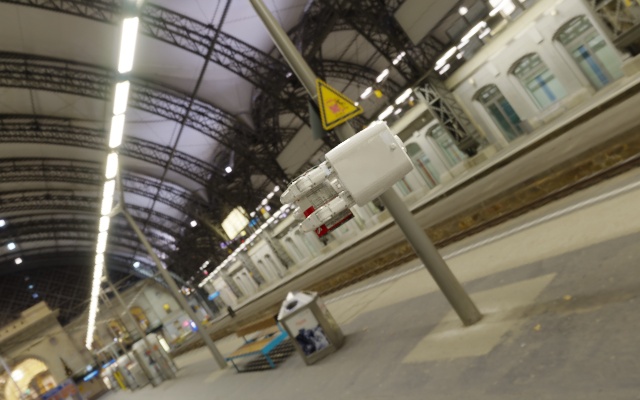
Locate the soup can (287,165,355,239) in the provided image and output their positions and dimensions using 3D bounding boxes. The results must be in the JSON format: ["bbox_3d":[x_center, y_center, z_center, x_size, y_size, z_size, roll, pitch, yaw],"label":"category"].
[{"bbox_3d":[0.000,0.003,0.776,0.068,0.102,0.068,-34,-4,-2],"label":"soup can"}]
